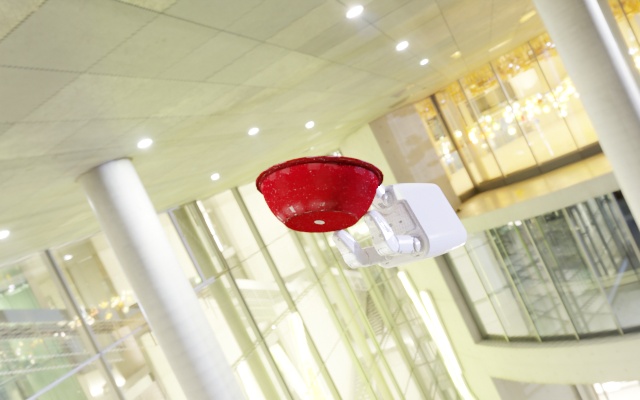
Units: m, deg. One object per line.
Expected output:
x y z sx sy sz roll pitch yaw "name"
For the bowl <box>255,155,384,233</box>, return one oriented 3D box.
-0.001 0.002 0.593 0.162 0.055 0.162 -2 -20 -1 "bowl"
